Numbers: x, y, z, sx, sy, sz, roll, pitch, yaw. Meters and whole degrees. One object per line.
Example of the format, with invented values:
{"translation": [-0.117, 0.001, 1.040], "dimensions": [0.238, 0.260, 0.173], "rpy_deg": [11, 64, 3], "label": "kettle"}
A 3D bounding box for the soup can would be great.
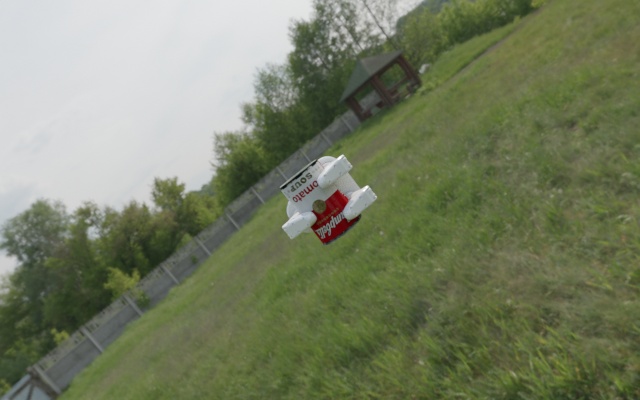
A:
{"translation": [0.000, 0.002, 0.663], "dimensions": [0.068, 0.102, 0.068], "rpy_deg": [-38, 6, 5], "label": "soup can"}
